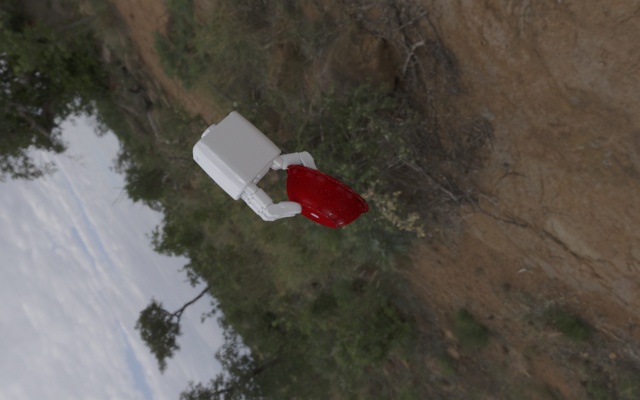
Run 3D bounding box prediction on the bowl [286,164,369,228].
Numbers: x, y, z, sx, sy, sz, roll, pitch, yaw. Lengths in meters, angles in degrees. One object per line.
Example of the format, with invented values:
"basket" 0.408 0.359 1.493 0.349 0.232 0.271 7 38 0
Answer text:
"bowl" 0.001 0.004 0.826 0.162 0.055 0.162 26 -13 7
